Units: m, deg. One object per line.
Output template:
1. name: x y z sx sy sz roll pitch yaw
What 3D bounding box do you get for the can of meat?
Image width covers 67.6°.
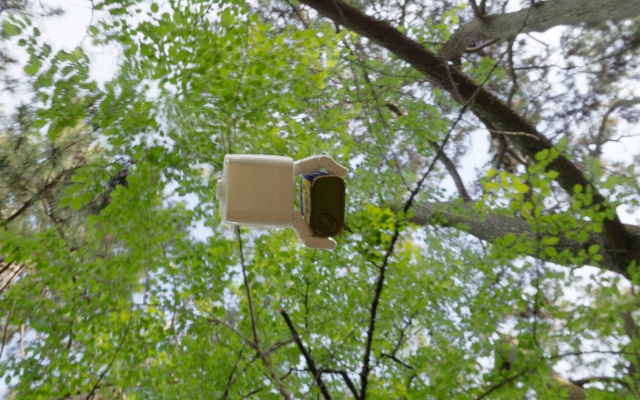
1. can of meat: 0.000 0.002 0.802 0.057 0.102 0.084 -3 12 -18
